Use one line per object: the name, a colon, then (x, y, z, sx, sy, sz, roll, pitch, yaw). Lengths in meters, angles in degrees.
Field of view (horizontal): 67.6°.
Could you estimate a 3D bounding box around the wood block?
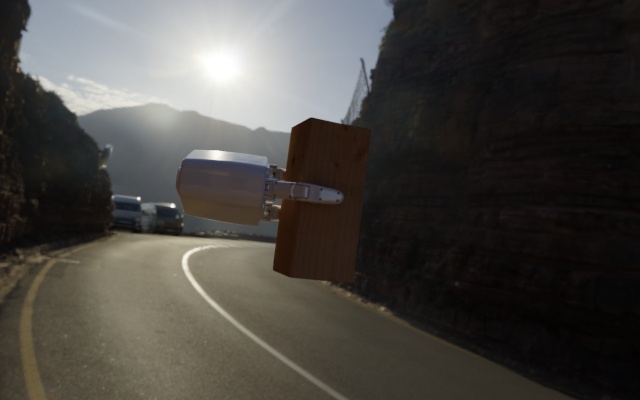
wood block: (0.000, 0.002, 0.656, 0.090, 0.206, 0.091, 9, -4, -20)
